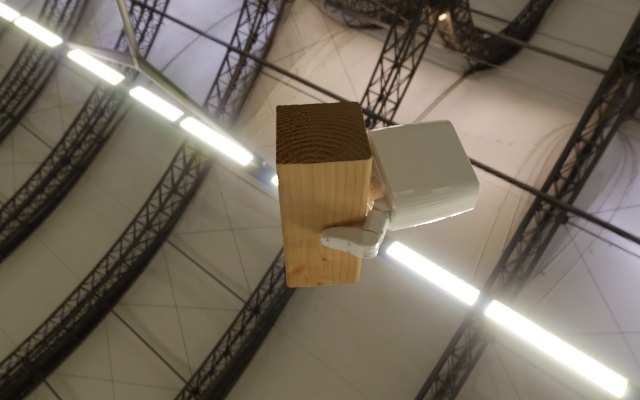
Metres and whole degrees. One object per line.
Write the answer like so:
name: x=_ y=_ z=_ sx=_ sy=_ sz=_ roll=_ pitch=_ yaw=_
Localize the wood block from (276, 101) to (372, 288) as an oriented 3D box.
wood block: x=0.001 y=0.002 z=0.535 sx=0.090 sy=0.090 sz=0.206 roll=-3 pitch=-43 yaw=-3
